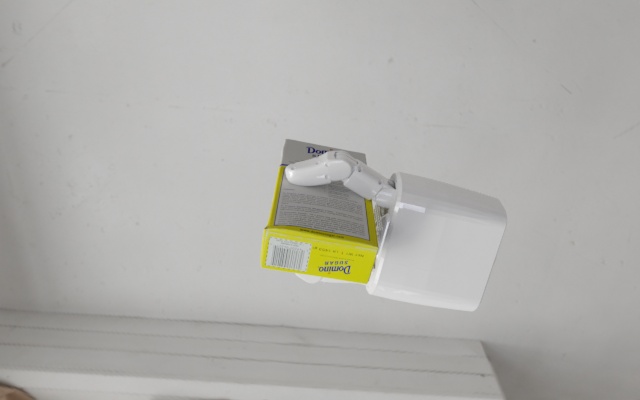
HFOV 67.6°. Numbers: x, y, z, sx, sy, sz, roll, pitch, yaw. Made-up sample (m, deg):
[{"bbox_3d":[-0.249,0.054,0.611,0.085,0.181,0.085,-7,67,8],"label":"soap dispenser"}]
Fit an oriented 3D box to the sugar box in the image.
[{"bbox_3d":[0.000,0.002,0.456,0.093,0.048,0.176,10,28,-4],"label":"sugar box"}]
